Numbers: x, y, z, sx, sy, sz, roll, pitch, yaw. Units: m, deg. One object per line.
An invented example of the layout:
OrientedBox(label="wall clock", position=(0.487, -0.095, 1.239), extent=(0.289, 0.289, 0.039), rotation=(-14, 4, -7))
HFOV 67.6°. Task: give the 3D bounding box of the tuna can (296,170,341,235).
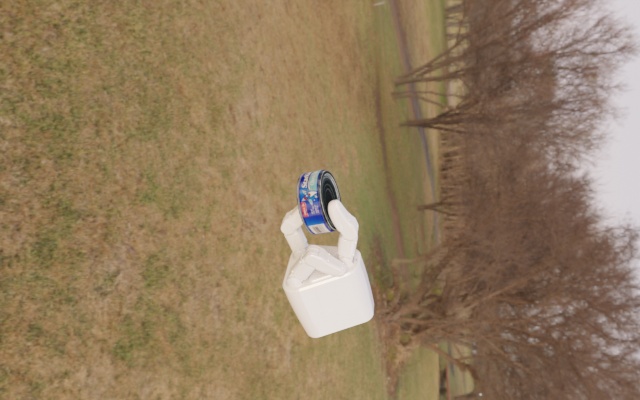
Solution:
OrientedBox(label="tuna can", position=(0.001, 0.002, 0.646), extent=(0.034, 0.086, 0.086), rotation=(-10, -4, 20))
